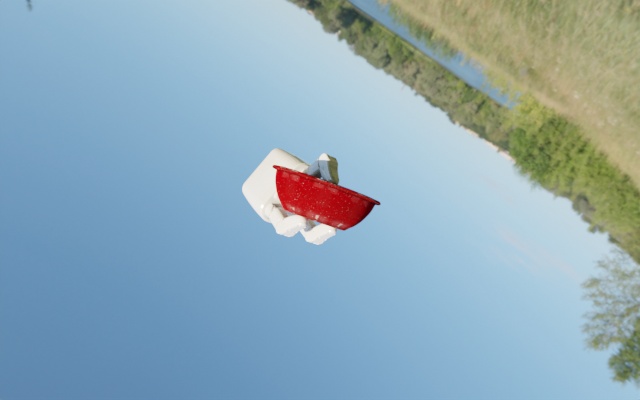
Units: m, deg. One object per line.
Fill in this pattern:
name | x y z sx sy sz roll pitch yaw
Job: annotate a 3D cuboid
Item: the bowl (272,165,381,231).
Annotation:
bowl | 0.000 0.003 0.670 0.162 0.055 0.162 19 -2 1
